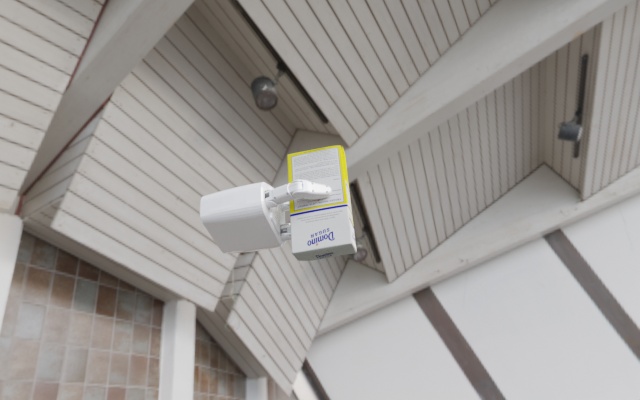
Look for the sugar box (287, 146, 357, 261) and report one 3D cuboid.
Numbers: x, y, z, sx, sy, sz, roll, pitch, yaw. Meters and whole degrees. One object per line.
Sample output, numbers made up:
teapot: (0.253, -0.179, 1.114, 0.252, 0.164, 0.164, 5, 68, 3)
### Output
sugar box: (0.000, 0.003, 0.743, 0.093, 0.176, 0.048, -10, -27, 11)
